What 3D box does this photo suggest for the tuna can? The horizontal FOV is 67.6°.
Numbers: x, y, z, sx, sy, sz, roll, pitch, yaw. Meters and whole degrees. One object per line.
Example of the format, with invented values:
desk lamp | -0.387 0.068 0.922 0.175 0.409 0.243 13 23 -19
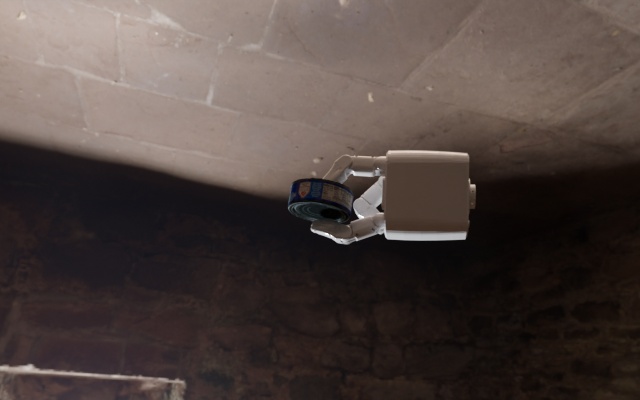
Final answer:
tuna can | 0.000 0.003 0.638 0.086 0.033 0.086 8 -20 3
